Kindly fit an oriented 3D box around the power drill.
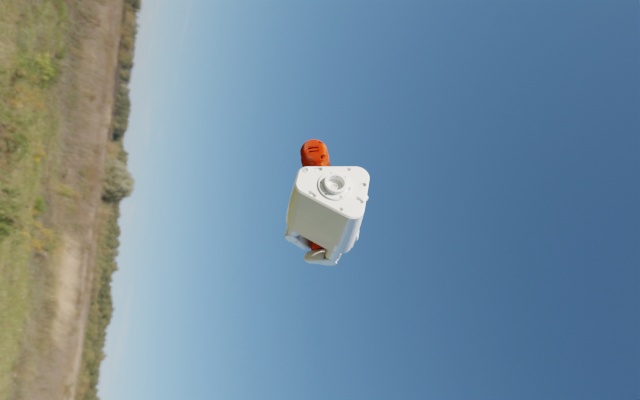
[{"bbox_3d":[0.000,0.003,0.862,0.057,0.187,0.184,-10,-15,2],"label":"power drill"}]
